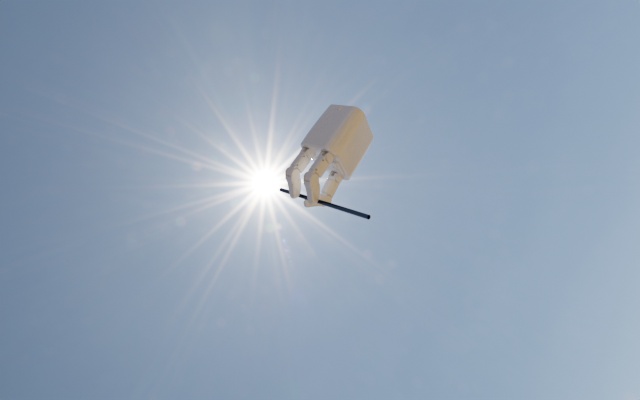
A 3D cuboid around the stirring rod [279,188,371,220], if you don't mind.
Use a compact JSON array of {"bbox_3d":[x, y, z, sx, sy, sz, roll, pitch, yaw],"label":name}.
[{"bbox_3d":[0.000,0.003,0.871,0.011,0.011,0.239,0,12,-43],"label":"stirring rod"}]
